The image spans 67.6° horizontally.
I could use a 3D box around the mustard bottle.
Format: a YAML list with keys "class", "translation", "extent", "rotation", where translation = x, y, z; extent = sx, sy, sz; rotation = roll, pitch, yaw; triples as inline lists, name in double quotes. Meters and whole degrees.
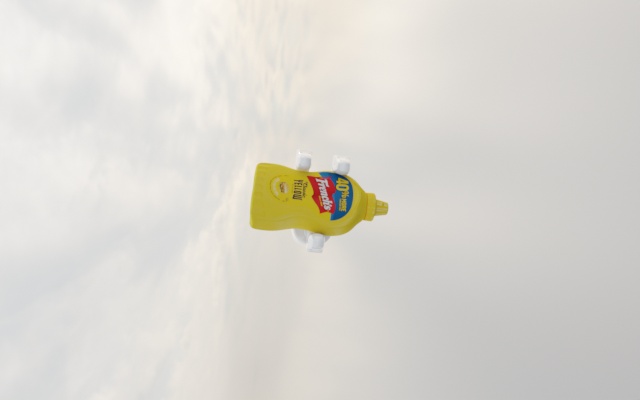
- class: "mustard bottle"
  translation: [0.000, 0.002, 0.670]
  extent: [0.191, 0.096, 0.058]
  rotation: [6, -34, -6]
